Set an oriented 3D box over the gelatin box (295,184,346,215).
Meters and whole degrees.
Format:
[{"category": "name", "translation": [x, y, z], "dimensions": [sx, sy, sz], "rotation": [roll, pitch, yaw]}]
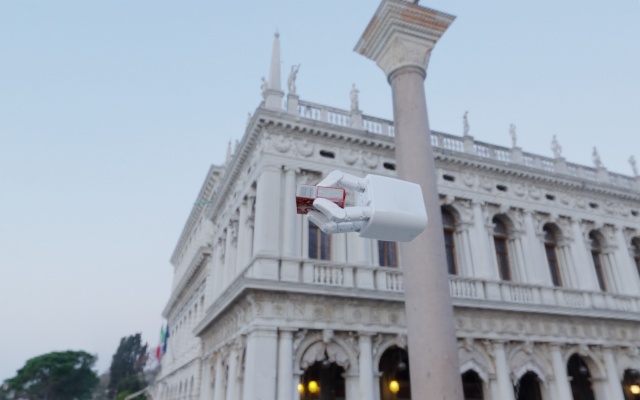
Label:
[{"category": "gelatin box", "translation": [0.000, 0.002, 0.872], "dimensions": [0.089, 0.030, 0.073], "rotation": [7, -26, 2]}]
